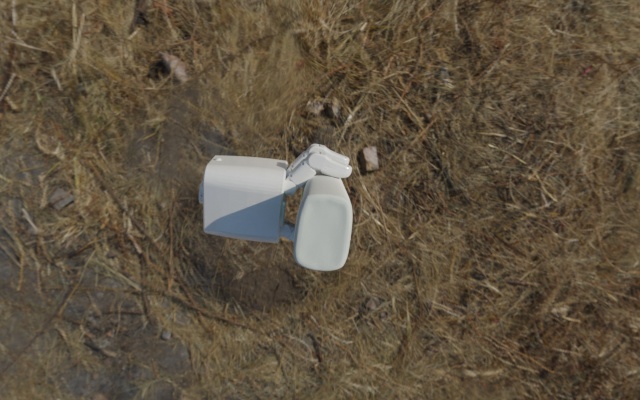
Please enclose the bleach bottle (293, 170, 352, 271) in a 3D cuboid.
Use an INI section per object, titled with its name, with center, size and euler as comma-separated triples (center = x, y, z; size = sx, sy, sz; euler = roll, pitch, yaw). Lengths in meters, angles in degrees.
[bleach bottle]
center = 0.000, 0.002, 0.684
size = 0.068, 0.102, 0.250
euler = 7, 16, -4
